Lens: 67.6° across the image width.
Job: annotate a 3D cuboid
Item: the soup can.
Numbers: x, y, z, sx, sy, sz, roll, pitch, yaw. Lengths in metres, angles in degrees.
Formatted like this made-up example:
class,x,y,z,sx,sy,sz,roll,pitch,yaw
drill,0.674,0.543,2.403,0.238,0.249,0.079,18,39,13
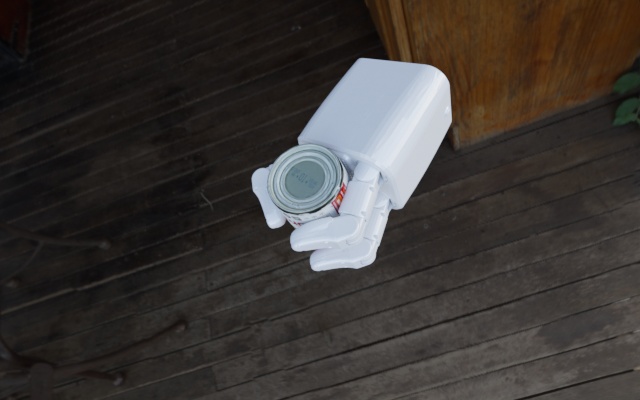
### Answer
class,x,y,z,sx,sy,sz,roll,pitch,yaw
soup can,0.000,0.002,0.437,0.068,0.068,0.102,0,-24,17
